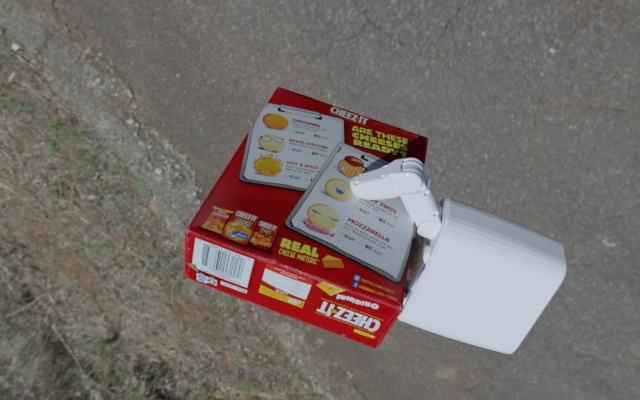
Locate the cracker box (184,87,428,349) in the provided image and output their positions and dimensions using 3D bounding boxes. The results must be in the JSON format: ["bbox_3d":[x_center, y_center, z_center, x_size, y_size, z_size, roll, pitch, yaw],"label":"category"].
[{"bbox_3d":[0.000,0.001,0.427,0.164,0.072,0.213,20,44,1],"label":"cracker box"}]
